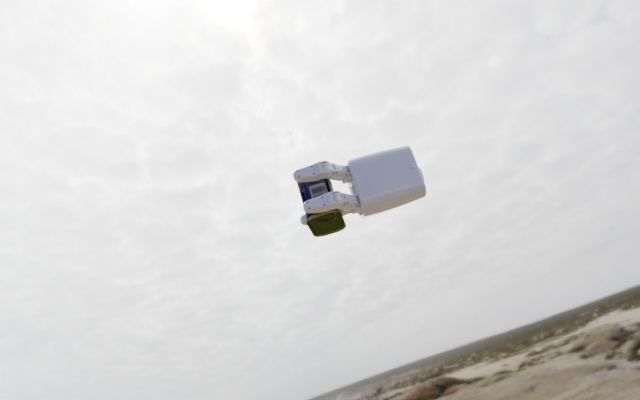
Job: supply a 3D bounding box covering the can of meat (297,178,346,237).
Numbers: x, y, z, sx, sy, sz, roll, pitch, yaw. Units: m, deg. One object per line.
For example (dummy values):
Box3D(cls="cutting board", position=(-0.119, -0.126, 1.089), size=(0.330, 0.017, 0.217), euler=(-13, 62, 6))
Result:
Box3D(cls="can of meat", position=(0.000, 0.002, 0.780), size=(0.057, 0.084, 0.102), euler=(-17, -22, 3))
